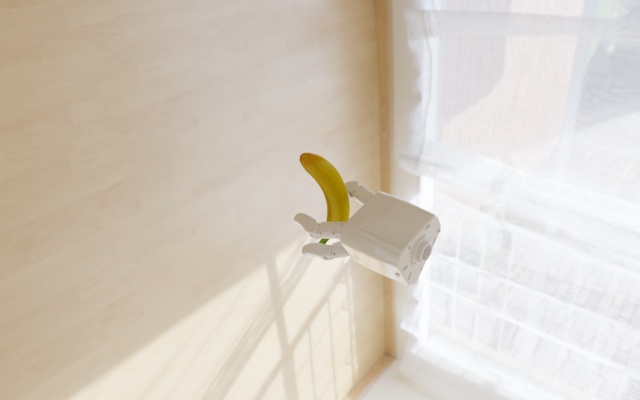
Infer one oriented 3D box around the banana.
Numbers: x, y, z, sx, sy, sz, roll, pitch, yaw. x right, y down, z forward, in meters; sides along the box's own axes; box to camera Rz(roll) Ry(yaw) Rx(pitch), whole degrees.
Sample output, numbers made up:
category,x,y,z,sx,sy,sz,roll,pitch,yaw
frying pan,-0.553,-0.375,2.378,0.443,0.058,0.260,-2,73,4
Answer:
category,x,y,z,sx,sy,sz,roll,pitch,yaw
banana,0.014,-0.005,0.762,0.037,0.198,0.069,27,53,38
